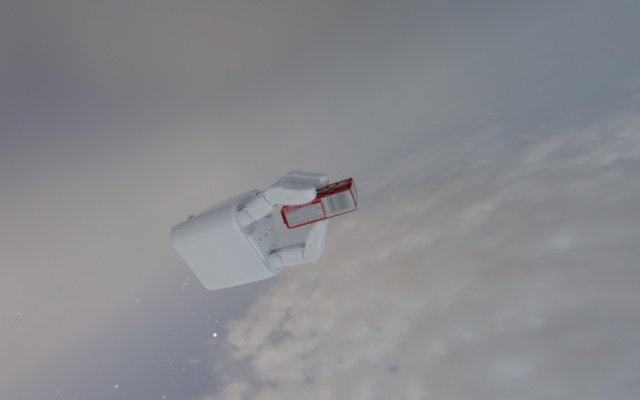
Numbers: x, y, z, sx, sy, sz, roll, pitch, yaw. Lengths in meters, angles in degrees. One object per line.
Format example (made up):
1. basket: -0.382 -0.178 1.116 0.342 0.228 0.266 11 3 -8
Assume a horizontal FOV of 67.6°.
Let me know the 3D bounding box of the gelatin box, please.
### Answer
1. gelatin box: 0.001 0.002 0.593 0.089 0.030 0.073 -16 11 9
